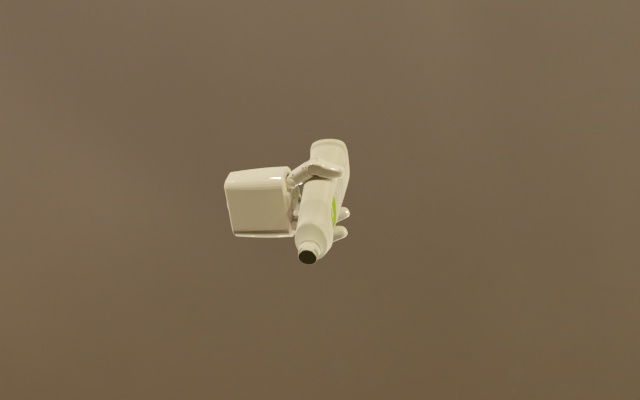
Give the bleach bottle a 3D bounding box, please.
[{"bbox_3d":[0.000,0.003,0.782,0.068,0.103,0.250,-2,35,12],"label":"bleach bottle"}]
